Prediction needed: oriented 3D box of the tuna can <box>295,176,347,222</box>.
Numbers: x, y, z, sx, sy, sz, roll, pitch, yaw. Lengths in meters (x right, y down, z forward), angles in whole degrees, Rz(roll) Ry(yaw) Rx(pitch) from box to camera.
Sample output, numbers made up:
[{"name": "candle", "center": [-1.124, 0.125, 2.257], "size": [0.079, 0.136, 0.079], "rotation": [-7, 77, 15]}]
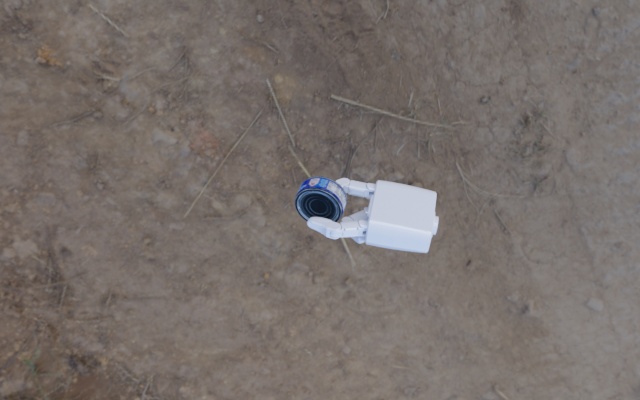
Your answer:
[{"name": "tuna can", "center": [0.000, 0.003, 0.809], "size": [0.086, 0.086, 0.033], "rotation": [0, 39, 21]}]
